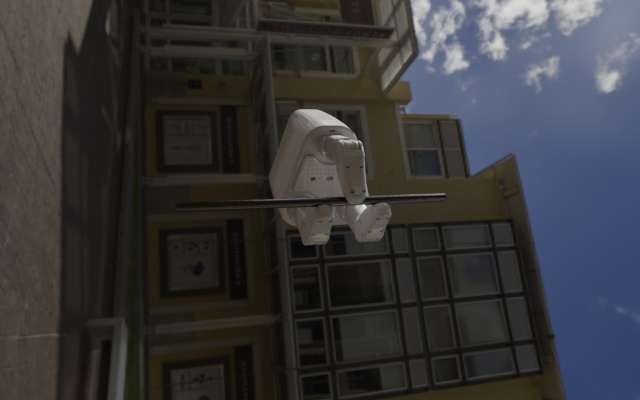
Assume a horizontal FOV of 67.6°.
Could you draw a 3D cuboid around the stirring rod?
[{"bbox_3d":[0.000,0.001,0.416,0.239,0.011,0.011,-2,0,-15],"label":"stirring rod"}]
